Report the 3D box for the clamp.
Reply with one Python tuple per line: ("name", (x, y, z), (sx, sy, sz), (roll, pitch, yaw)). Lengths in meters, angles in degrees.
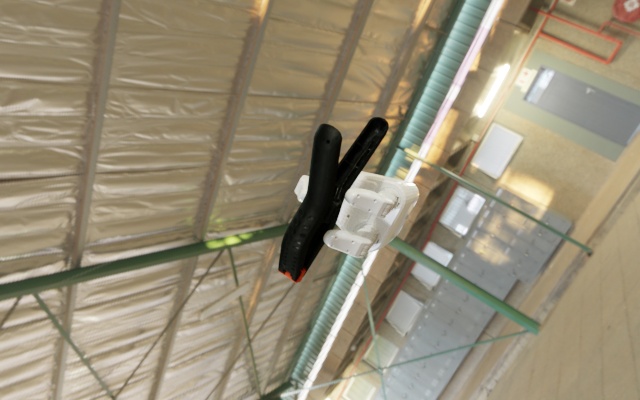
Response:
("clamp", (-0.001, 0.002, 0.515), (0.036, 0.210, 0.164), (32, 16, 17))
